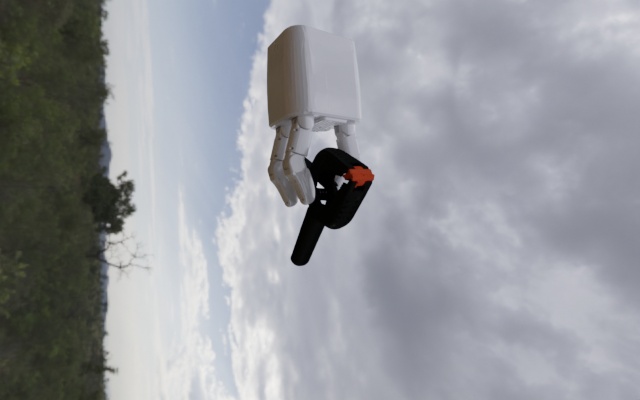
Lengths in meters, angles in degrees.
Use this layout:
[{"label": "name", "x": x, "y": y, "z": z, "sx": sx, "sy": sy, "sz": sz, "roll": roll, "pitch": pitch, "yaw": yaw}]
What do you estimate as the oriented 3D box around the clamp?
[{"label": "clamp", "x": 0.001, "y": 0.002, "z": 0.581, "sx": 0.036, "sy": 0.164, "sz": 0.210, "roll": -4, "pitch": -2, "yaw": -26}]
